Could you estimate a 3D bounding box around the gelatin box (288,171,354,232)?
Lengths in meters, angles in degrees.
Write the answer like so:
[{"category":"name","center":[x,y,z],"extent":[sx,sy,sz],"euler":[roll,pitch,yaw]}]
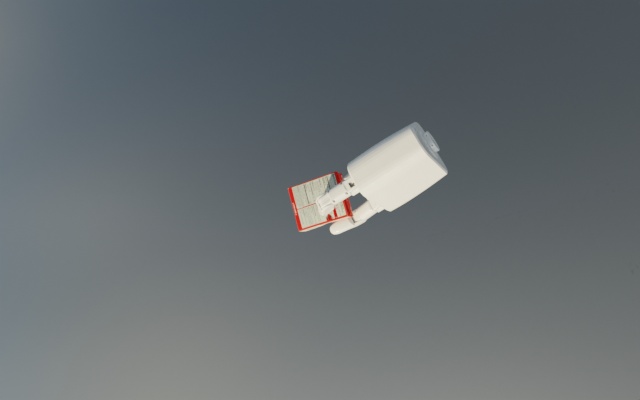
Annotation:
[{"category":"gelatin box","center":[0.000,0.003,0.755],"extent":[0.089,0.073,0.030],"euler":[-18,-9,19]}]
